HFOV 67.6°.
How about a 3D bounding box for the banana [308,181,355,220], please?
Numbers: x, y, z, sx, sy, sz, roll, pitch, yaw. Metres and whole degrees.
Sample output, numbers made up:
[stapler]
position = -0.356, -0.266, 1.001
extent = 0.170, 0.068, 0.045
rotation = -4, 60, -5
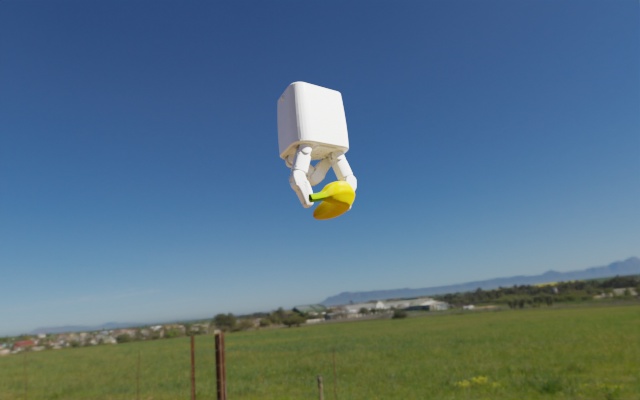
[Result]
[banana]
position = 0.019, 0.000, 0.745
extent = 0.069, 0.037, 0.198
rotation = -6, -11, 1
